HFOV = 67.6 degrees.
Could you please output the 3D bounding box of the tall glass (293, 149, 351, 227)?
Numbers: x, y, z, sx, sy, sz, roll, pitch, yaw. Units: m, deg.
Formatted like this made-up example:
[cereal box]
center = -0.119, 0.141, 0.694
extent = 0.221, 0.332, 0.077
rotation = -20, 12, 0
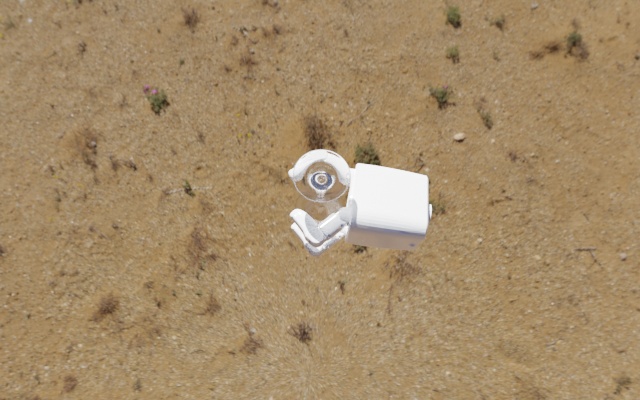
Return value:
[tall glass]
center = 0.000, 0.002, 0.701
extent = 0.079, 0.079, 0.201
rotation = 0, -20, -1
